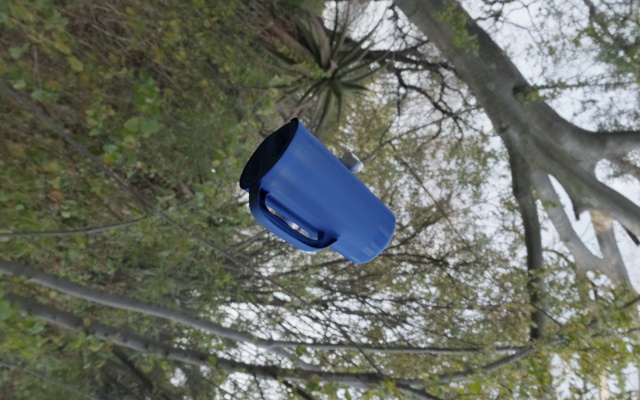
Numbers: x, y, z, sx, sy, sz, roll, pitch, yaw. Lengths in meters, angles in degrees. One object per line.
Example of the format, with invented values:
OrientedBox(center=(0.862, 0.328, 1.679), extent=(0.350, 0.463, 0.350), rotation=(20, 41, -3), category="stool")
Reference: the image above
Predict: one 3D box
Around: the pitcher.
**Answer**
OrientedBox(center=(0.000, 0.002, 0.745), extent=(0.243, 0.149, 0.145), rotation=(39, 2, -23), category="pitcher")
